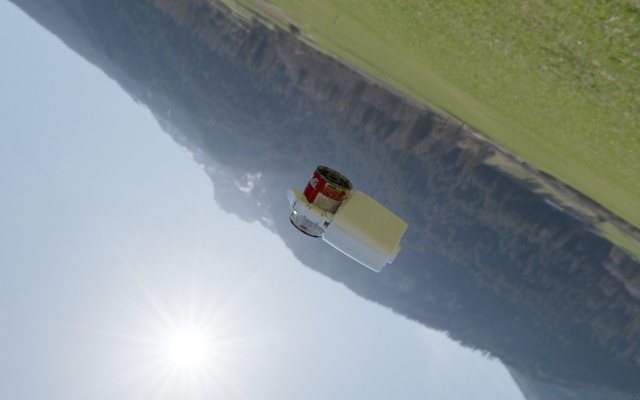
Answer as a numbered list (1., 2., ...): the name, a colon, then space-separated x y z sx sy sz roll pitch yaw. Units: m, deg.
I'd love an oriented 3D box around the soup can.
1. soup can: 0.000 0.003 0.800 0.068 0.102 0.068 26 21 -11
